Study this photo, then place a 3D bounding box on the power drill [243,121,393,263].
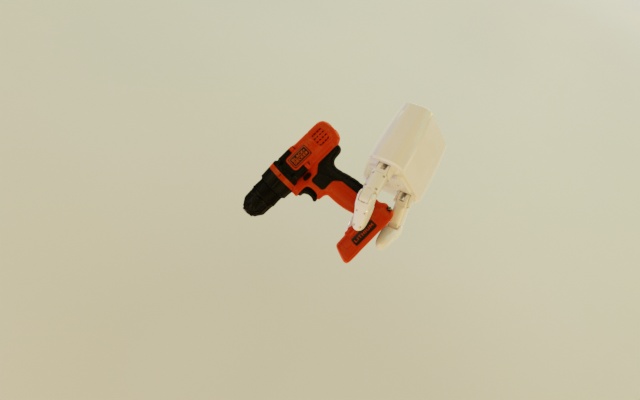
[{"bbox_3d":[0.001,0.002,0.714,0.184,0.187,0.057,-45,-5,5],"label":"power drill"}]
